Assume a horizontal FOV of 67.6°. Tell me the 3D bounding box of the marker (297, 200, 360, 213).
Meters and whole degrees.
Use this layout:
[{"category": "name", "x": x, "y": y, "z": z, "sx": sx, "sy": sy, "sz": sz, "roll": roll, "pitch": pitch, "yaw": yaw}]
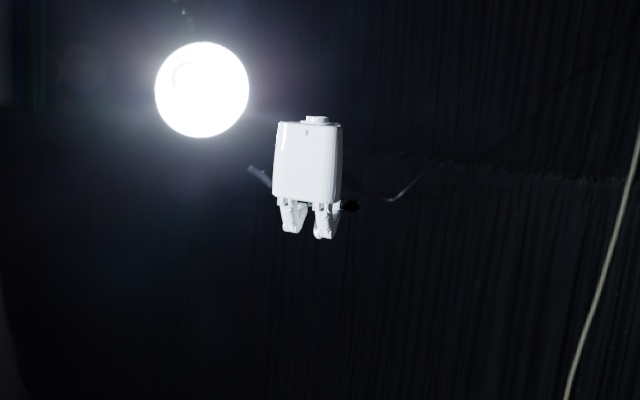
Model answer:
[{"category": "marker", "x": 0.000, "y": 0.002, "z": 0.730, "sx": 0.121, "sy": 0.020, "sz": 0.020, "roll": 8, "pitch": 2, "yaw": 17}]
